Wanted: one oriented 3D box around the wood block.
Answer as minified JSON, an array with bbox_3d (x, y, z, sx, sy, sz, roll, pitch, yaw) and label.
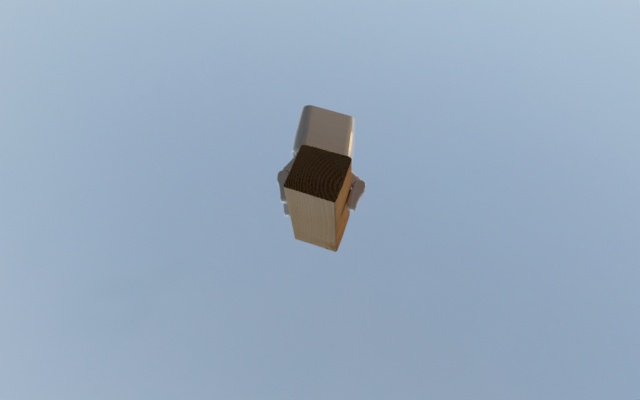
[{"bbox_3d":[0.001,0.003,0.854,0.091,0.090,0.206,16,-26,11],"label":"wood block"}]
